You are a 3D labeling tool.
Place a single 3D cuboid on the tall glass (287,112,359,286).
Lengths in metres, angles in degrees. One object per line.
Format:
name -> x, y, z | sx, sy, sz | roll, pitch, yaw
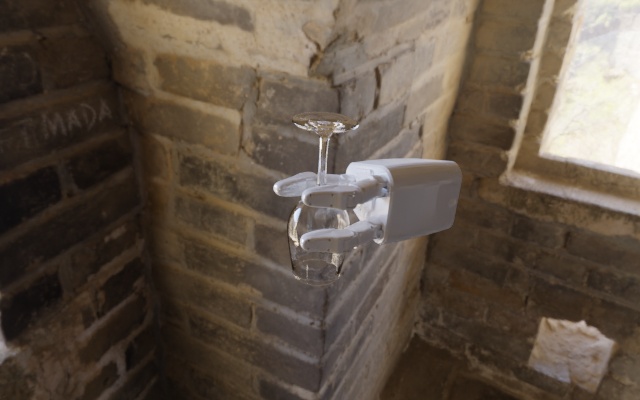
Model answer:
tall glass -> 0.000, 0.001, 0.570 | 0.079, 0.201, 0.079 | 3, 25, -2
